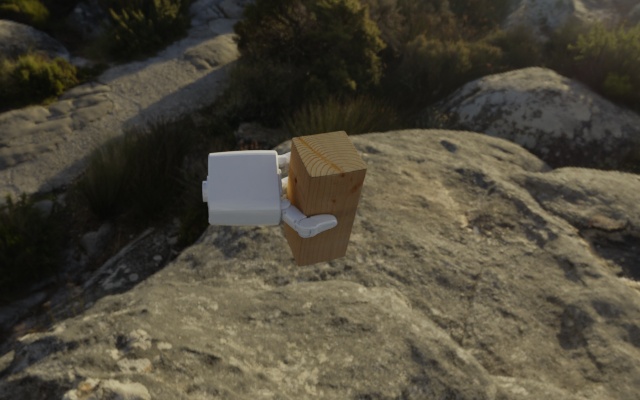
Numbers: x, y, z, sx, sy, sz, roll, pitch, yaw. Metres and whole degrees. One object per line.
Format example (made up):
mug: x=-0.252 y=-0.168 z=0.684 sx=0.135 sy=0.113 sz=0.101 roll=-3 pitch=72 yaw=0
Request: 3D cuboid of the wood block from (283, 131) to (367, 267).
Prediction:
wood block: x=0.000 y=0.003 z=0.766 sx=0.090 sy=0.090 sz=0.206 roll=-10 pitch=-41 yaw=-18
